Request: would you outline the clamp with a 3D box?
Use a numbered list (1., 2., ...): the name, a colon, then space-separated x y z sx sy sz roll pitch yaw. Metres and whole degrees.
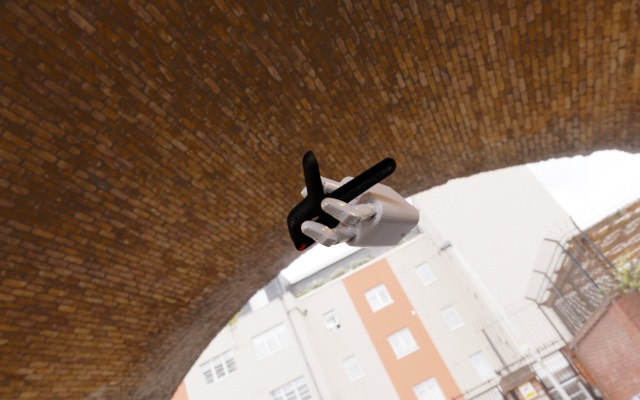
1. clamp: 0.000 0.002 0.727 0.164 0.036 0.210 8 -47 -41
